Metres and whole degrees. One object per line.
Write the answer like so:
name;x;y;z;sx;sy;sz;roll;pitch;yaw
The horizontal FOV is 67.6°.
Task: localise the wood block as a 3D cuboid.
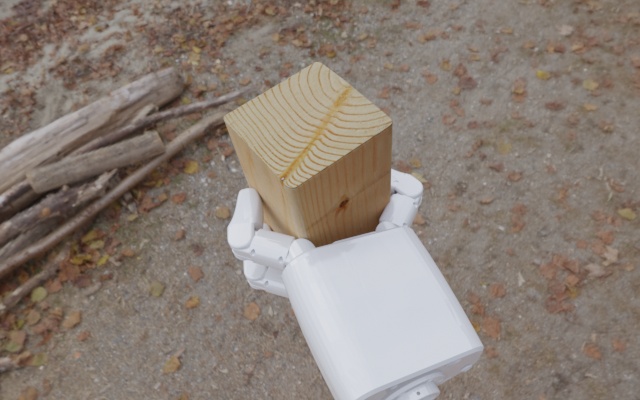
wood block;0.001;0.001;0.417;0.091;0.090;0.206;-34;-31;-17
